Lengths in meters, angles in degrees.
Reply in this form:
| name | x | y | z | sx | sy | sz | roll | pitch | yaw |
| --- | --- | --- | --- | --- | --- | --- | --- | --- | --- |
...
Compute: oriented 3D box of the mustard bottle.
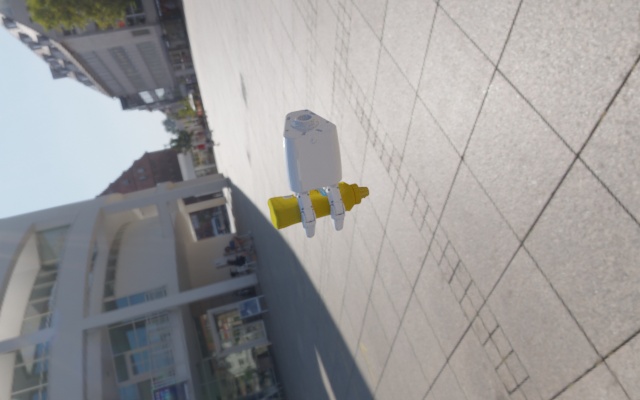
| name | x | y | z | sx | sy | sz | roll | pitch | yaw |
| --- | --- | --- | --- | --- | --- | --- | --- | --- | --- |
| mustard bottle | 0.000 | 0.003 | 0.900 | 0.191 | 0.058 | 0.096 | -14 | 11 | -11 |
